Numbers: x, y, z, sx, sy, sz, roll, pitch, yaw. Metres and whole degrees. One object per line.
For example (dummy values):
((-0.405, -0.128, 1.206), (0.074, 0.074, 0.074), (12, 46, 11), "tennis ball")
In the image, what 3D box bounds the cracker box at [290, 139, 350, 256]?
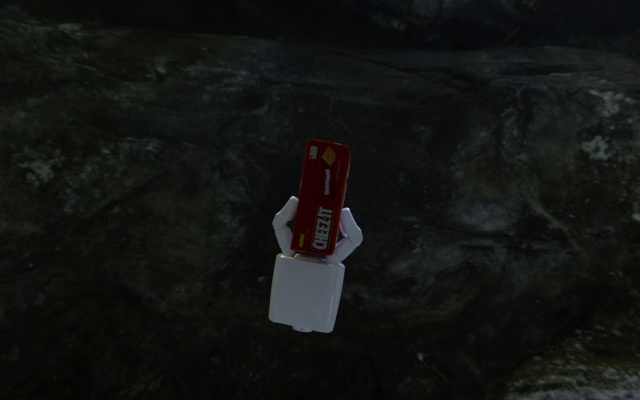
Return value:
((0.000, 0.003, 0.787), (0.072, 0.164, 0.214), (9, -4, 0), "cracker box")
